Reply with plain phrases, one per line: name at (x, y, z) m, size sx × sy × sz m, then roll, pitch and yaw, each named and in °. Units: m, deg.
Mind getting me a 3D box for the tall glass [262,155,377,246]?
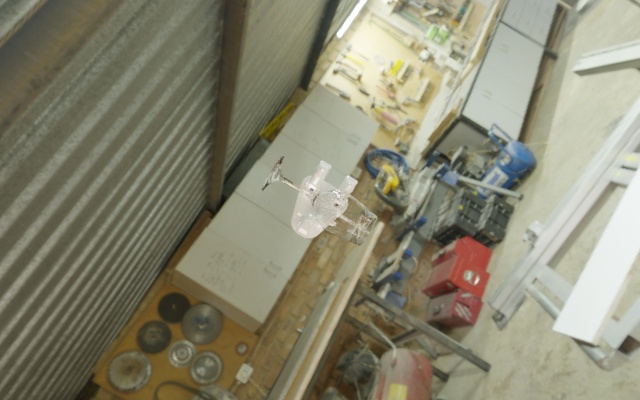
tall glass at (0.000, 0.002, 0.848) m, size 0.201 × 0.079 × 0.079 m, roll 31°, pitch -1°, yaw -1°
